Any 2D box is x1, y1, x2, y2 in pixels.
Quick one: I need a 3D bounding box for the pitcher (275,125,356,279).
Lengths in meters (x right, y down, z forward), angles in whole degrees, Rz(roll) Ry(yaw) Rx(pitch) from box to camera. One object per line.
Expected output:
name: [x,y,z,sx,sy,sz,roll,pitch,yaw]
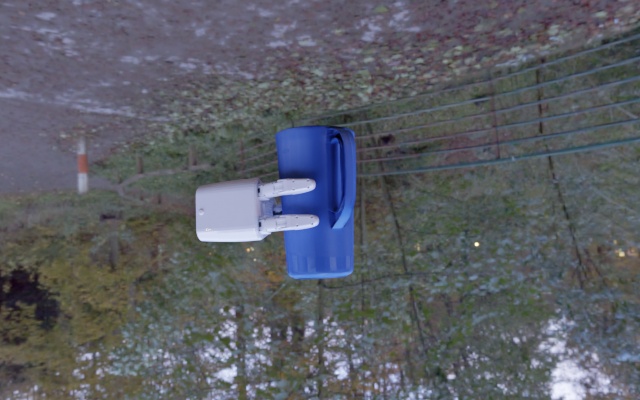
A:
pitcher: [0.000,0.003,0.780,0.145,0.243,0.149,-4,-6,14]
